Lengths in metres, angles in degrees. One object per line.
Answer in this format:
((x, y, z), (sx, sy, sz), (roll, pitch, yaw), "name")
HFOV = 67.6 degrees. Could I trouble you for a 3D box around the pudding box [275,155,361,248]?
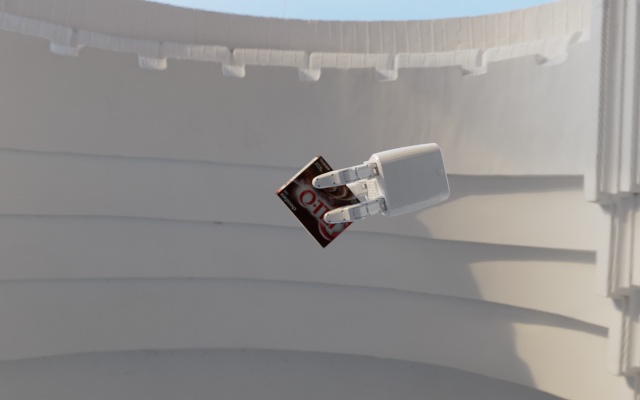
((0.000, 0.002, 0.730), (0.090, 0.113, 0.039), (-42, 7, -7), "pudding box")
